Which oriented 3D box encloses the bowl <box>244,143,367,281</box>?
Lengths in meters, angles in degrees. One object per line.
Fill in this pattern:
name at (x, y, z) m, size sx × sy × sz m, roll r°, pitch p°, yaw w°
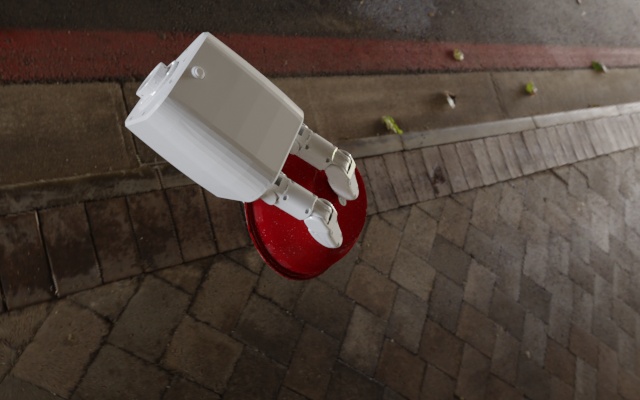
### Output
bowl at (0.001, 0.002, 0.491) m, size 0.055 × 0.162 × 0.162 m, roll -6°, pitch -4°, yaw 39°
